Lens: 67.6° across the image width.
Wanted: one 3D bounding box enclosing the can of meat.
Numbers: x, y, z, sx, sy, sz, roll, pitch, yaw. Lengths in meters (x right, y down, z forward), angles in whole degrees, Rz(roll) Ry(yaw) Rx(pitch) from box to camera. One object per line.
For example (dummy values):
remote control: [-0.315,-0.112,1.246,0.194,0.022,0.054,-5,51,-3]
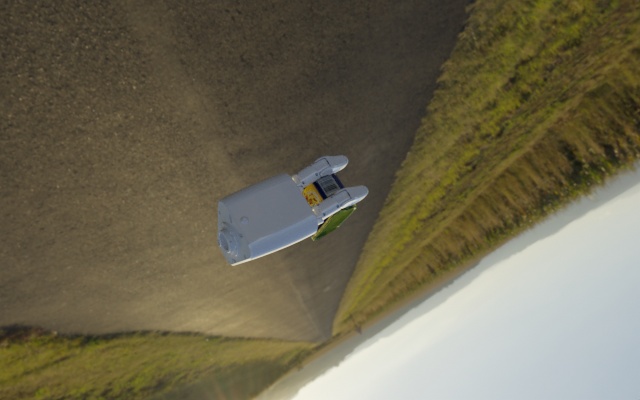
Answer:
can of meat: [0.000,0.003,0.735,0.057,0.084,0.102,-22,-18,-34]
